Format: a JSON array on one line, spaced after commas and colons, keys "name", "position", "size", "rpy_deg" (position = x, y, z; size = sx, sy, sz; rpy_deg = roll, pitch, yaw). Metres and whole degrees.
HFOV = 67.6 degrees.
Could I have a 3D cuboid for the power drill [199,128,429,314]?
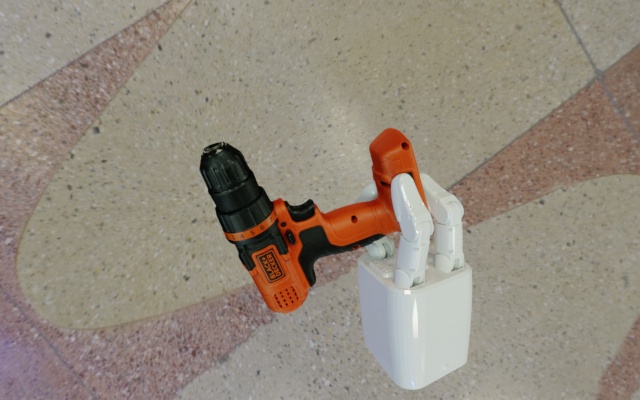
[{"name": "power drill", "position": [0.001, 0.002, 0.452], "size": [0.187, 0.184, 0.057], "rpy_deg": [-24, 29, -4]}]
